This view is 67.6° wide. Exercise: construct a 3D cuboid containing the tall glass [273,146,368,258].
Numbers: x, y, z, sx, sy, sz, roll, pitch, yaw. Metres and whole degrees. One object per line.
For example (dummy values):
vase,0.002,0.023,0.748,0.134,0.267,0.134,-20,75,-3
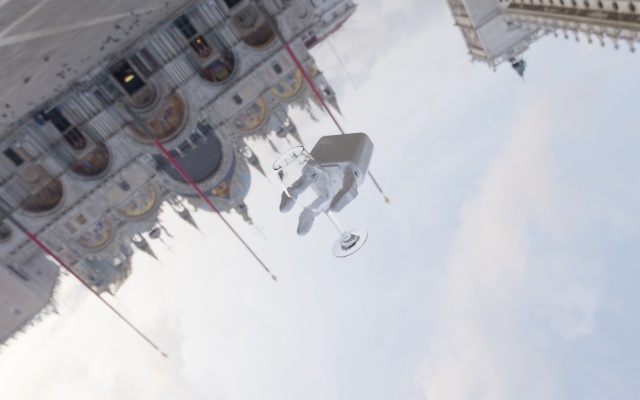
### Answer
tall glass,0.001,0.003,0.819,0.079,0.201,0.079,-29,26,16
